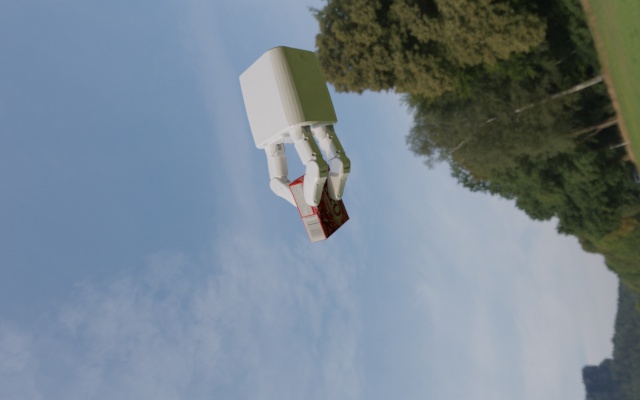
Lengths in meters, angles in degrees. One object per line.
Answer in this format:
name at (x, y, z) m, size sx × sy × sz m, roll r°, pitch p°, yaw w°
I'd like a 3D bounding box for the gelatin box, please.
gelatin box at (0.000, 0.003, 0.660) m, size 0.030 × 0.089 × 0.073 m, roll -14°, pitch 13°, yaw 34°
